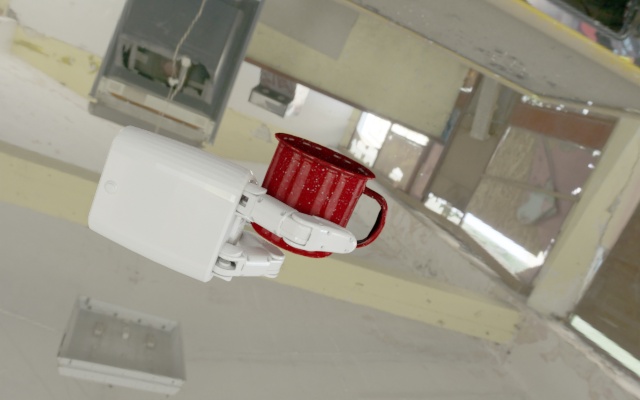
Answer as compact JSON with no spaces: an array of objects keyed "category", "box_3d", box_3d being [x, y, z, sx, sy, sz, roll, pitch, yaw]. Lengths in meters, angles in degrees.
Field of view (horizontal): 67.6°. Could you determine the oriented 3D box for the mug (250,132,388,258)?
[{"category":"mug","box_3d":[0.001,0.002,0.415,0.117,0.081,0.093,24,13,0]}]
